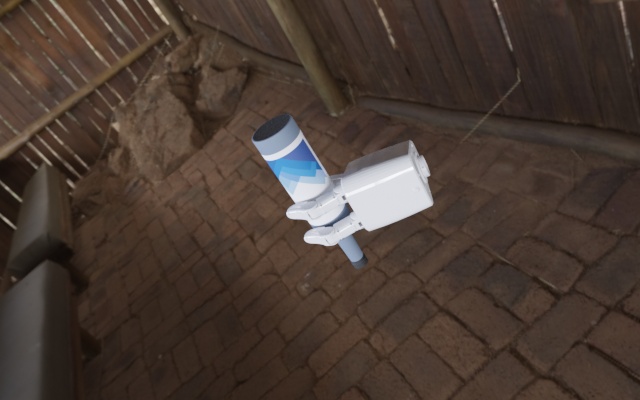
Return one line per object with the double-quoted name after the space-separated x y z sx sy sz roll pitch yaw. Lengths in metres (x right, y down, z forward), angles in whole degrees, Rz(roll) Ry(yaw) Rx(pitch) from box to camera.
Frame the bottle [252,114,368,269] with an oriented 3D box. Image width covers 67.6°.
0.000 0.002 0.751 0.069 0.296 0.069 -24 32 16 "bottle"
